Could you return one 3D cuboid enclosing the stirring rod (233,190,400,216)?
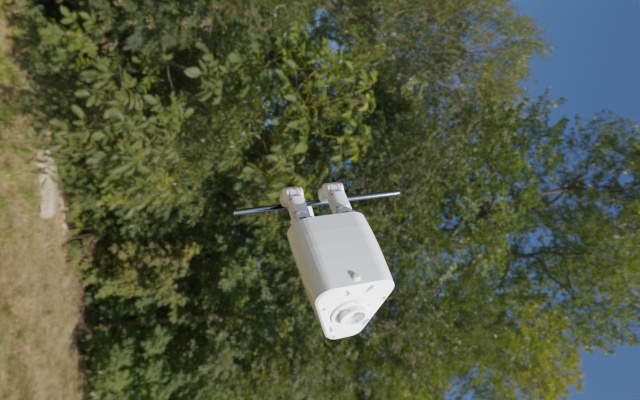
[{"bbox_3d":[0.000,0.002,0.660,0.239,0.011,0.011,-7,2,-17],"label":"stirring rod"}]
